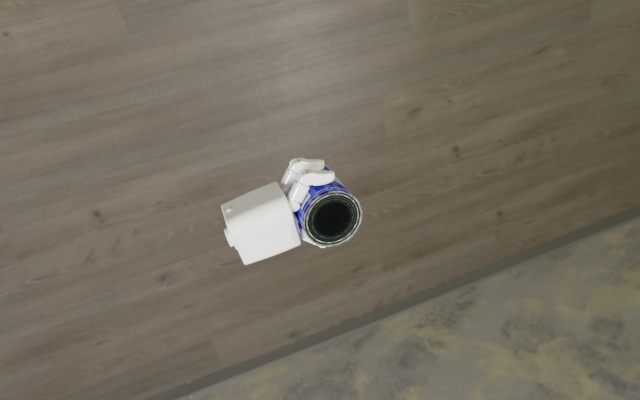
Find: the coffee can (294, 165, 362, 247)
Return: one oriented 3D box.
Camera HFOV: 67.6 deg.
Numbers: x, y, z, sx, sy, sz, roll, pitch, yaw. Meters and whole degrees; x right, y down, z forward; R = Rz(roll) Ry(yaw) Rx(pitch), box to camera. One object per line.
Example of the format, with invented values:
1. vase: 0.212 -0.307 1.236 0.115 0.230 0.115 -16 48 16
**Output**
1. coffee can: 0.000 0.003 0.840 0.103 0.103 0.140 0 24 -19
